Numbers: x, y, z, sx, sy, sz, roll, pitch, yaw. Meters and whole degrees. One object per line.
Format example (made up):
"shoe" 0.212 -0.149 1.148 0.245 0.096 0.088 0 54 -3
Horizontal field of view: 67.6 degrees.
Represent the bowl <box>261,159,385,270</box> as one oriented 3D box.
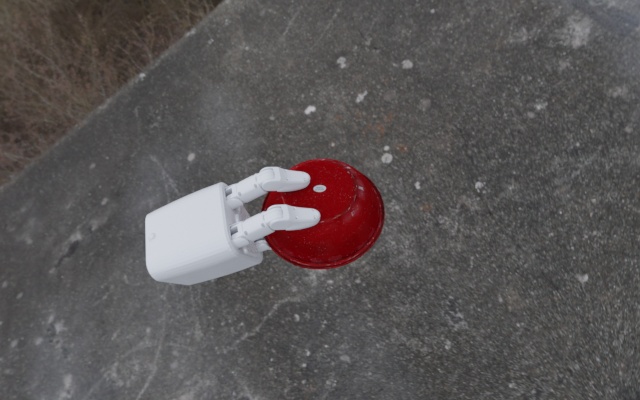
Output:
"bowl" 0.001 0.001 0.596 0.162 0.162 0.055 0 -33 5
